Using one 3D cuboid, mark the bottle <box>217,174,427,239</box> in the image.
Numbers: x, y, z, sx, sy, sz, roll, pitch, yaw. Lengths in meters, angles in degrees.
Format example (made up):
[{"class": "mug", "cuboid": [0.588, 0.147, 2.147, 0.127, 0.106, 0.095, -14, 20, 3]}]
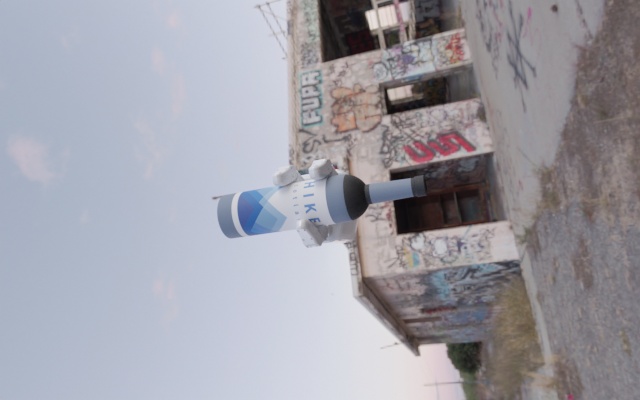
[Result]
[{"class": "bottle", "cuboid": [0.000, 0.002, 0.672, 0.296, 0.069, 0.069, -9, -3, 18]}]
